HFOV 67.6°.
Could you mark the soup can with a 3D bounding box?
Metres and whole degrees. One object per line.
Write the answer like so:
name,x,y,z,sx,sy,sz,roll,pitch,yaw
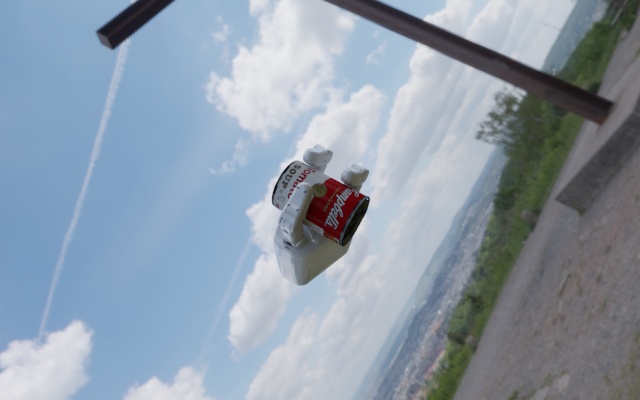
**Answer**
soup can,0.000,0.002,0.583,0.102,0.068,0.068,29,8,16
